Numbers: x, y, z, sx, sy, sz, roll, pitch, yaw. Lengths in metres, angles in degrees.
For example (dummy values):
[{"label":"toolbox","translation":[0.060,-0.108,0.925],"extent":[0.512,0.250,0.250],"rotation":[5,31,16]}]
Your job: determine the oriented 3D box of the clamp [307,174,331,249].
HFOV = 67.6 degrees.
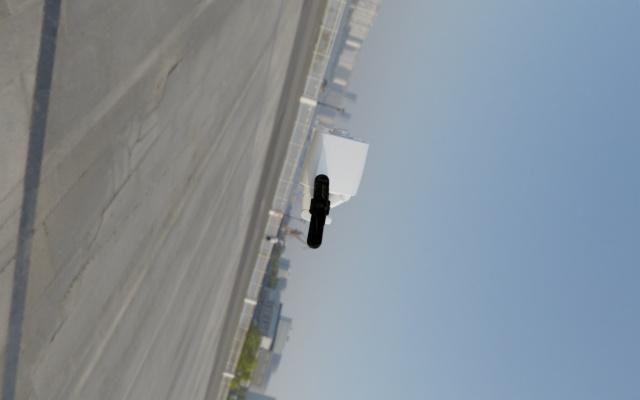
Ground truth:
[{"label":"clamp","translation":[0.001,0.003,0.829],"extent":[0.039,0.120,0.171],"rotation":[13,14,-2]}]
